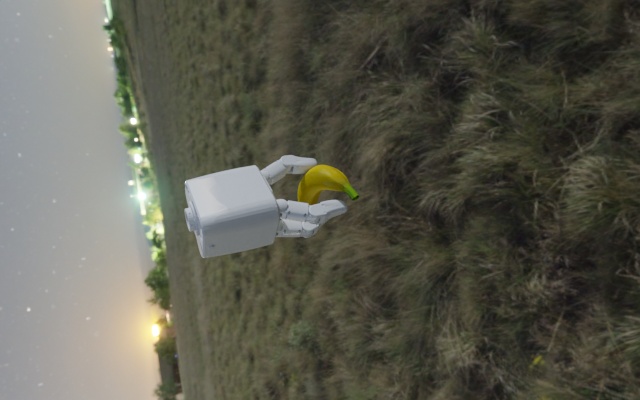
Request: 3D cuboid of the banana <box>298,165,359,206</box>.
[{"bbox_3d":[-0.004,-0.016,0.746,0.037,0.069,0.198,-17,-2,-22],"label":"banana"}]
